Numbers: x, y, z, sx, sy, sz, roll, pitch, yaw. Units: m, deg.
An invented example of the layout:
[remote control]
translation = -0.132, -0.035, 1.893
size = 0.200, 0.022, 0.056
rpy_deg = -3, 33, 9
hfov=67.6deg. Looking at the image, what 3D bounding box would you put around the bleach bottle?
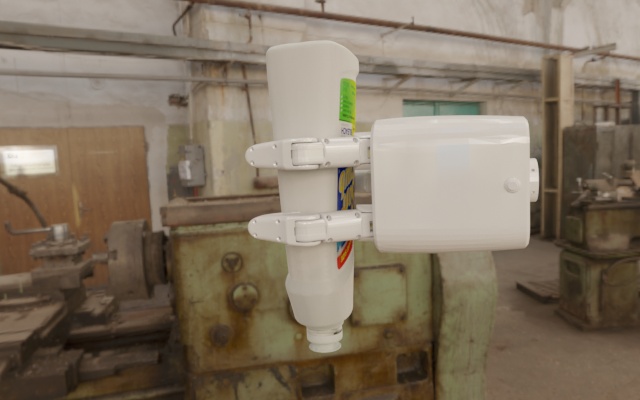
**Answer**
[bleach bottle]
translation = 0.000, 0.001, 0.411
size = 0.068, 0.251, 0.102
rpy_deg = -1, 6, 15
